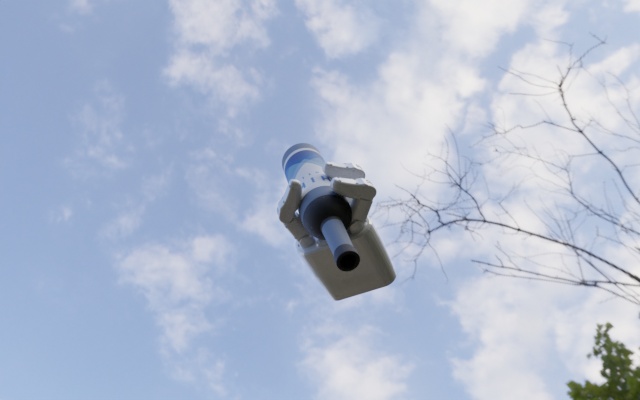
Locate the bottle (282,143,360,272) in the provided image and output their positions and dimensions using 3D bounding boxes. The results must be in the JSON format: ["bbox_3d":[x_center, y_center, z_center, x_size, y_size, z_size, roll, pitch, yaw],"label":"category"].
[{"bbox_3d":[0.000,0.002,0.654,0.069,0.069,0.295,0,26,-13],"label":"bottle"}]
